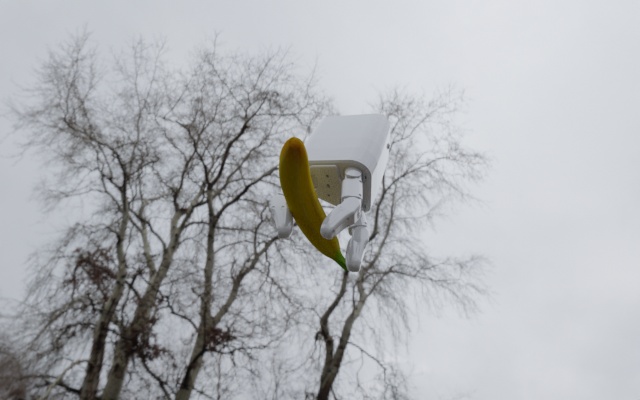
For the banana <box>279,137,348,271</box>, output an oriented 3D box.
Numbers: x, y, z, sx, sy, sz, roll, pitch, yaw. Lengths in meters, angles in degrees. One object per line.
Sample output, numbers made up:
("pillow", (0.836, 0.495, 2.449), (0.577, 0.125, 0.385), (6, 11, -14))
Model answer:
("banana", (-0.012, 0.001, 0.570), (0.069, 0.198, 0.037), (13, 50, 41))
